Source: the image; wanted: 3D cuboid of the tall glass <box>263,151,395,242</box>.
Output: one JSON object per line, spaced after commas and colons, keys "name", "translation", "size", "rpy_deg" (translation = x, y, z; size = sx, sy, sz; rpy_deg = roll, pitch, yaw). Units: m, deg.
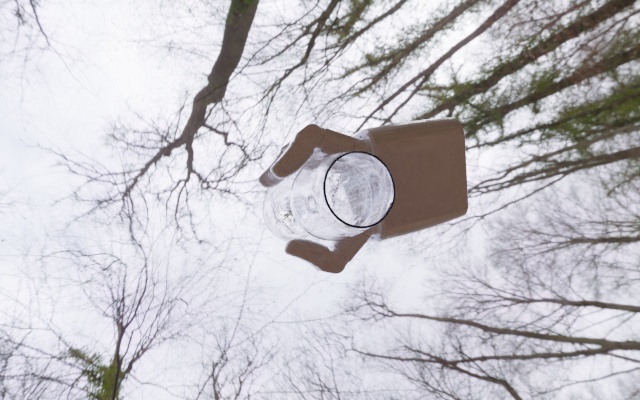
{"name": "tall glass", "translation": [0.000, 0.002, 0.466], "size": [0.079, 0.079, 0.201], "rpy_deg": [0, -6, -18]}
